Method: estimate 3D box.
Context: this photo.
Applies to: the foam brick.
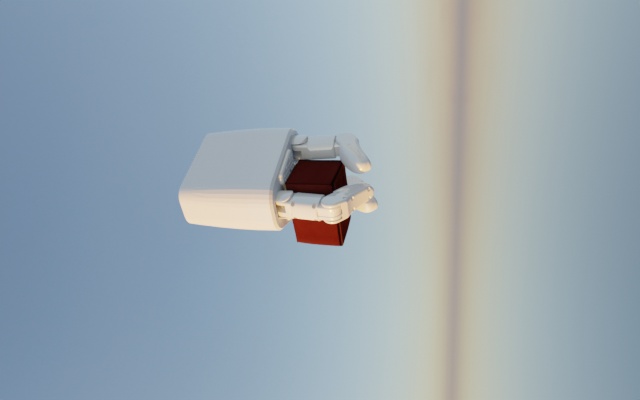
[{"bbox_3d":[0.000,0.002,0.508,0.051,0.078,0.053,1,33,16],"label":"foam brick"}]
